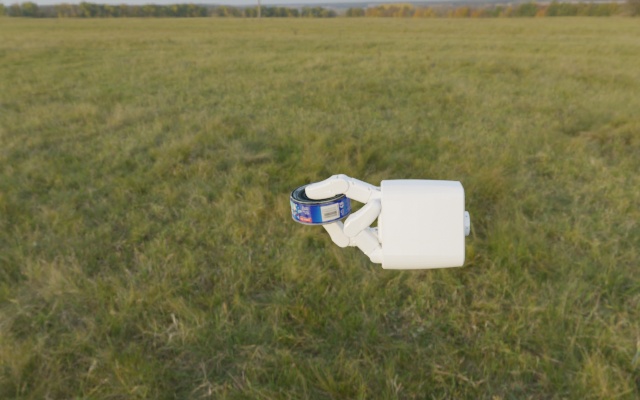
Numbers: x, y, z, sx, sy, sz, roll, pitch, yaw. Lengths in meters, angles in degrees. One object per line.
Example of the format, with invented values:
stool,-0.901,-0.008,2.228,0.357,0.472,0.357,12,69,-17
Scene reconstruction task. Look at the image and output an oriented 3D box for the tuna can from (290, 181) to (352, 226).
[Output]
tuna can,0.000,0.002,0.677,0.086,0.034,0.086,-6,22,2
